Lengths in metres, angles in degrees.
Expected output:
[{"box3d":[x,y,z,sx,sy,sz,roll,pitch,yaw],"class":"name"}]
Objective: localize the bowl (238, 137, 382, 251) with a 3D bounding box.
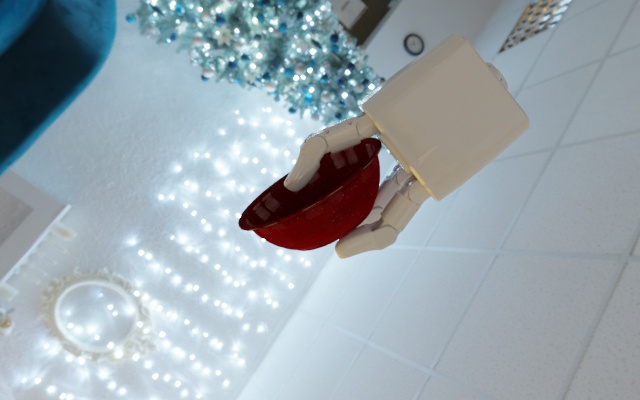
[{"box3d":[-0.001,0.002,0.478,0.162,0.055,0.162,-28,17,9],"class":"bowl"}]
